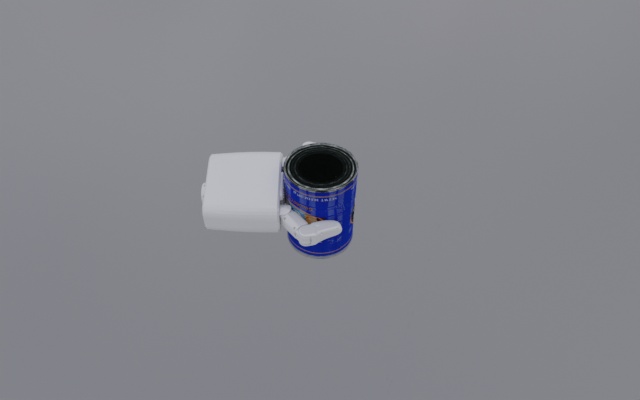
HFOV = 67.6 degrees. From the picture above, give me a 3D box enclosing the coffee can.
[{"bbox_3d":[0.000,0.002,0.696,0.103,0.140,0.102,0,44,0],"label":"coffee can"}]
